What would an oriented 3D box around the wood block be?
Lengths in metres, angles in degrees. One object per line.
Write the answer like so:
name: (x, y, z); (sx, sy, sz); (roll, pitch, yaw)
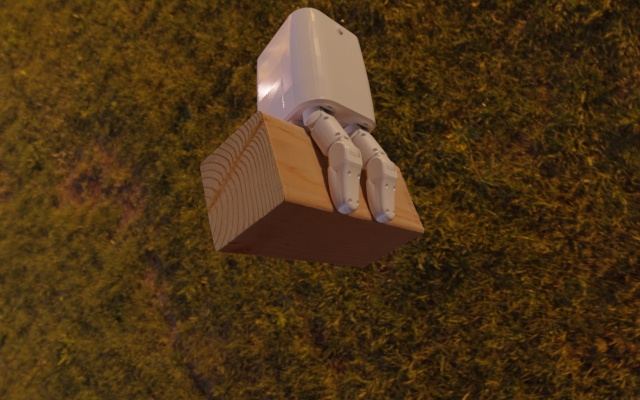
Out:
wood block: (0.000, 0.001, 0.466); (0.091, 0.090, 0.206); (-35, -31, 32)
